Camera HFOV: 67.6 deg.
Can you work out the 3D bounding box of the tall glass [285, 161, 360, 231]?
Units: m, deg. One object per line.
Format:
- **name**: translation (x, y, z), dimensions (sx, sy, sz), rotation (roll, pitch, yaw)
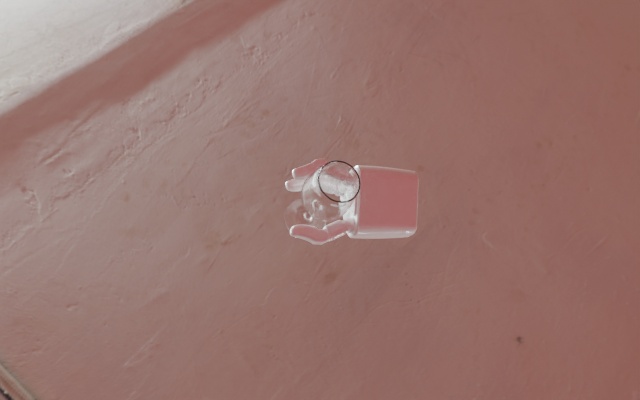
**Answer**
- **tall glass**: translation (0.000, 0.003, 0.746), dimensions (0.079, 0.079, 0.201), rotation (0, -17, -16)
